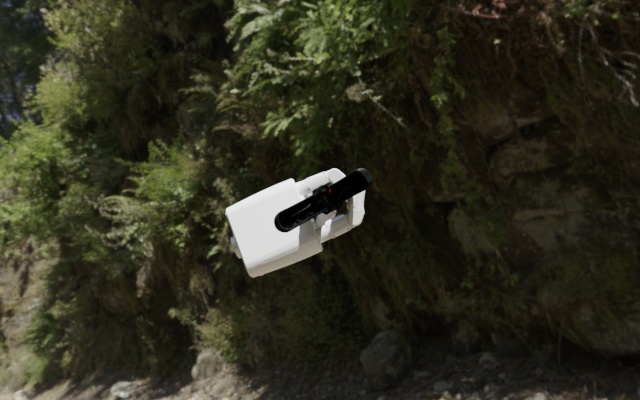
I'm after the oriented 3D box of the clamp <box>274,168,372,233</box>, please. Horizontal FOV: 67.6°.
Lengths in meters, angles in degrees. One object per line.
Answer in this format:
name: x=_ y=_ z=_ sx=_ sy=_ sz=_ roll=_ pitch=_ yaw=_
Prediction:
clamp: x=0.000 y=0.001 z=0.595 sx=0.120 sy=0.039 sz=0.171 roll=-23 pitch=-3 yaw=-2
